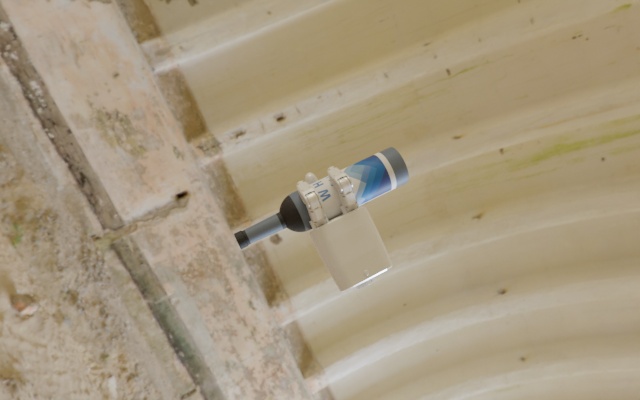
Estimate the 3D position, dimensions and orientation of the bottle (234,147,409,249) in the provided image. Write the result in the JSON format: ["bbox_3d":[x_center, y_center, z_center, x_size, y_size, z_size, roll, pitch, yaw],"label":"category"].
[{"bbox_3d":[0.000,0.002,0.777,0.295,0.069,0.069,-25,5,-10],"label":"bottle"}]
